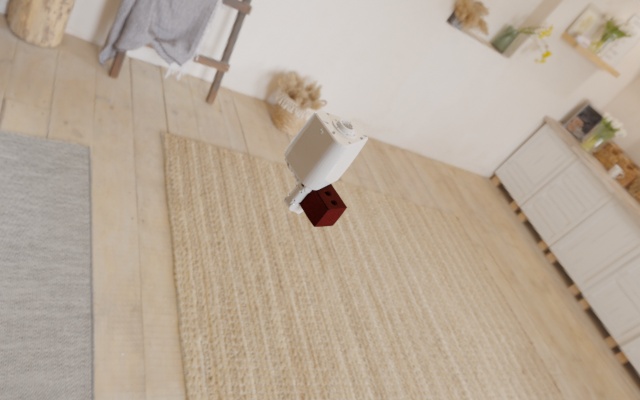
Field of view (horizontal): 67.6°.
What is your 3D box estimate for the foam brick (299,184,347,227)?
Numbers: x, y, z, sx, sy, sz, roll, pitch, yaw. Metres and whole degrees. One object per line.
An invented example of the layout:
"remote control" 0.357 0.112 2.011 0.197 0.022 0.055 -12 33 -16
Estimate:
"foam brick" 0.000 0.003 0.875 0.053 0.078 0.051 -4 -38 -48
